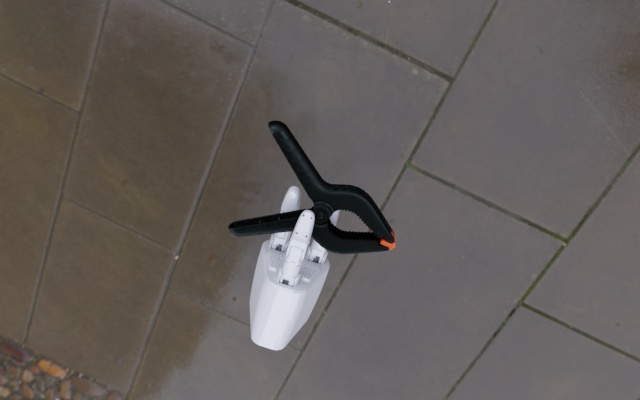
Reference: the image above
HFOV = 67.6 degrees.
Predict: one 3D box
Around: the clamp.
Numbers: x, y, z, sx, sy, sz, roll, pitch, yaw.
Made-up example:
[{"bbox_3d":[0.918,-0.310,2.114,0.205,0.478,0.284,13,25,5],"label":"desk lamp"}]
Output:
[{"bbox_3d":[0.000,0.003,0.593,0.210,0.165,0.036,18,26,0],"label":"clamp"}]
